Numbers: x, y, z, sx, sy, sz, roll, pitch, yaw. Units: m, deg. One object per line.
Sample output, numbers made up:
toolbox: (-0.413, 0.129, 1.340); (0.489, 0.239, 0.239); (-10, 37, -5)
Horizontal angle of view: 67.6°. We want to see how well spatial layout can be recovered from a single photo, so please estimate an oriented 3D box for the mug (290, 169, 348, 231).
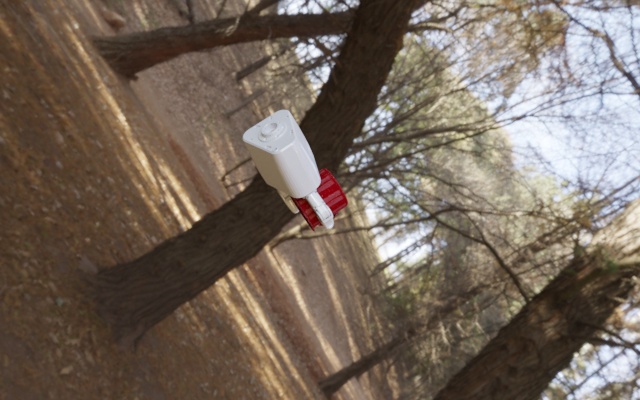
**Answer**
mug: (0.001, 0.004, 0.877); (0.081, 0.117, 0.093); (-33, 45, -5)
